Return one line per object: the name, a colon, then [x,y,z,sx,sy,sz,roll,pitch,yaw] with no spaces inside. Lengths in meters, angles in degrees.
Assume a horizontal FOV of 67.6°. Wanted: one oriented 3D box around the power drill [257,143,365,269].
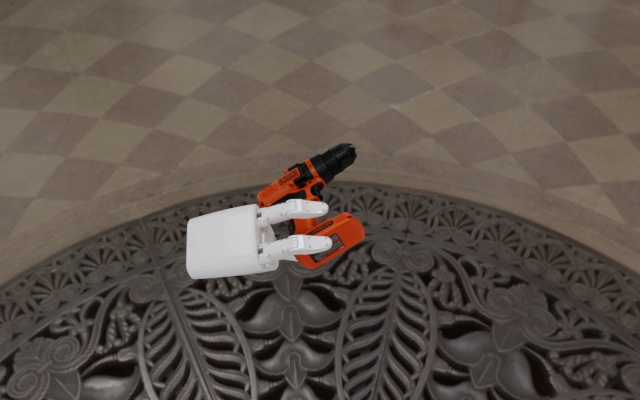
power drill: [0.000,0.003,0.743,0.184,0.057,0.187,-33,40,5]
